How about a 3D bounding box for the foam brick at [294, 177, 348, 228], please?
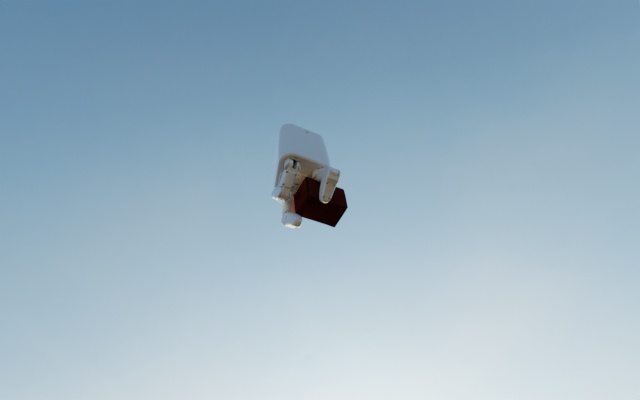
[{"bbox_3d":[0.000,0.003,0.831,0.078,0.053,0.051,19,35,-22],"label":"foam brick"}]
